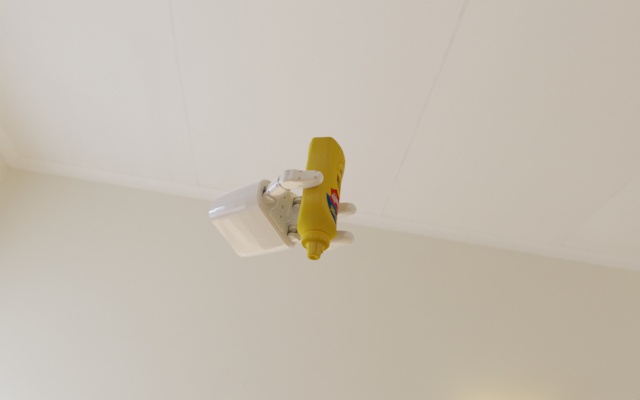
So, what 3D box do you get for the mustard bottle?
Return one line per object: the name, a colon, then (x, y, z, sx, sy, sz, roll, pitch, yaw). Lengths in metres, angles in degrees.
mustard bottle: (0.000, 0.002, 0.716, 0.058, 0.191, 0.096, 0, -37, 11)
